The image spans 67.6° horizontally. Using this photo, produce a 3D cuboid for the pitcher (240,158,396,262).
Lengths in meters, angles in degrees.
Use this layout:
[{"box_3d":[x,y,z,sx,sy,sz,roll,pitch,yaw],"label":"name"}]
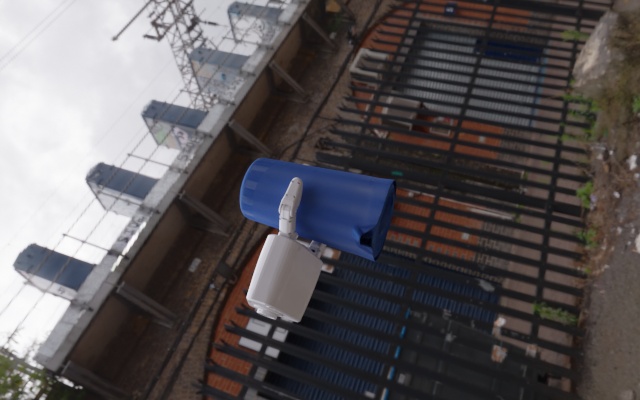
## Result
[{"box_3d":[0.000,0.003,0.794,0.243,0.145,0.149,14,-19,16],"label":"pitcher"}]
